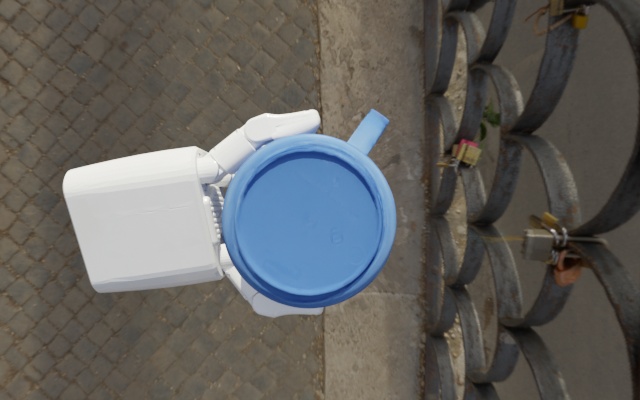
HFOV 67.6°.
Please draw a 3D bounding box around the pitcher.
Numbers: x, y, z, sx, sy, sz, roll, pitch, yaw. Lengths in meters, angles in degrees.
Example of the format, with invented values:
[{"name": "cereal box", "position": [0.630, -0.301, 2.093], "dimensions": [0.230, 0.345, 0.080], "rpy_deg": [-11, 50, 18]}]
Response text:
[{"name": "pitcher", "position": [0.000, 0.001, 0.403], "dimensions": [0.145, 0.149, 0.243], "rpy_deg": [-9, 1, 1]}]
